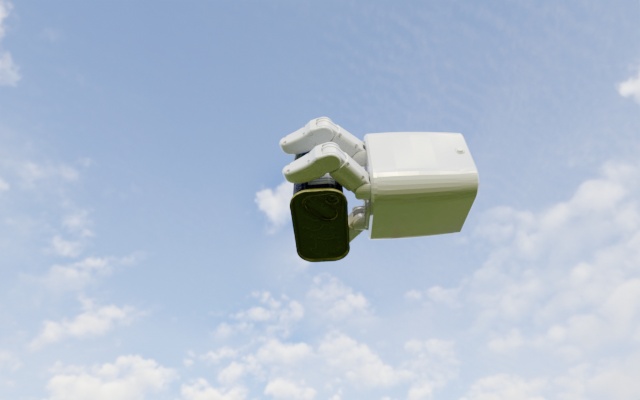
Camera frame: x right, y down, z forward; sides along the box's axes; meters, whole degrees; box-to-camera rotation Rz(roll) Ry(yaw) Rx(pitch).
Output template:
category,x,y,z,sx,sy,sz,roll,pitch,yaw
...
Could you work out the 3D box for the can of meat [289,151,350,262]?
category,x,y,z,sx,sy,sz,roll,pitch,yaw
can of meat,0.000,0.002,0.518,0.057,0.102,0.083,-4,41,3
